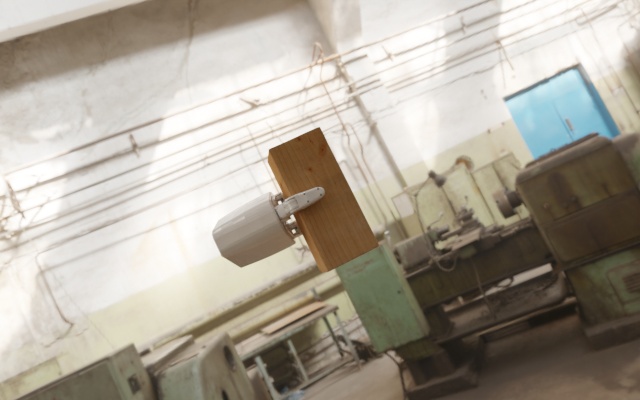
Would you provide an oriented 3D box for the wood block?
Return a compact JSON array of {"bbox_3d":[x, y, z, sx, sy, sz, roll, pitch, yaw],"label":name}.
[{"bbox_3d":[0.000,0.002,0.762,0.090,0.206,0.091,-25,-5,-11],"label":"wood block"}]
